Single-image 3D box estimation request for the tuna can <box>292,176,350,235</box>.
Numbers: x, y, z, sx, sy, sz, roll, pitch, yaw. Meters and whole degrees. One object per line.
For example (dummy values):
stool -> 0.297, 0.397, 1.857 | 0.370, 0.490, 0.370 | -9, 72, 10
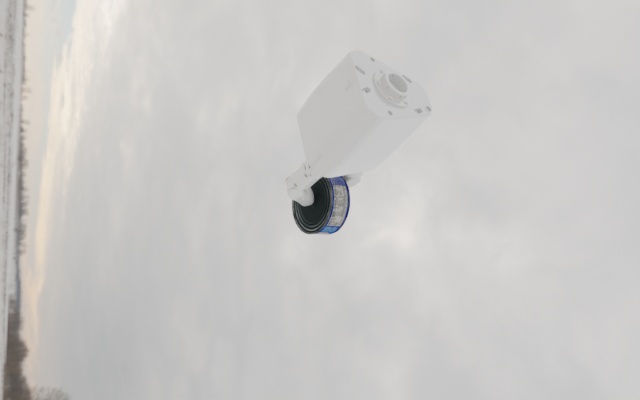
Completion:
tuna can -> 0.001, 0.002, 0.624 | 0.034, 0.086, 0.086 | 5, -3, -37
